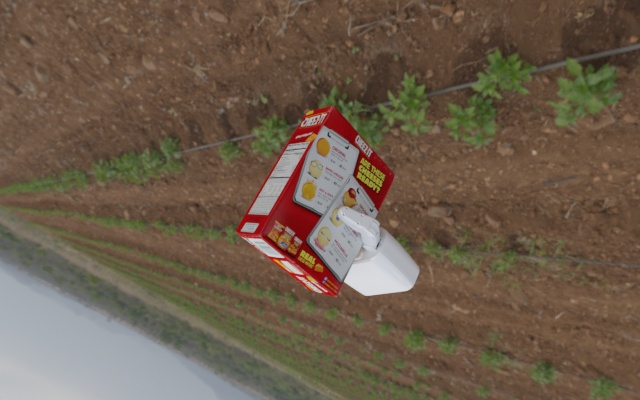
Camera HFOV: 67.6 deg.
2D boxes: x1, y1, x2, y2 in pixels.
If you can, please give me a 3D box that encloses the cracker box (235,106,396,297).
[{"bbox_3d":[0.000,0.002,0.679,0.072,0.213,0.164,1,-34,48],"label":"cracker box"}]
